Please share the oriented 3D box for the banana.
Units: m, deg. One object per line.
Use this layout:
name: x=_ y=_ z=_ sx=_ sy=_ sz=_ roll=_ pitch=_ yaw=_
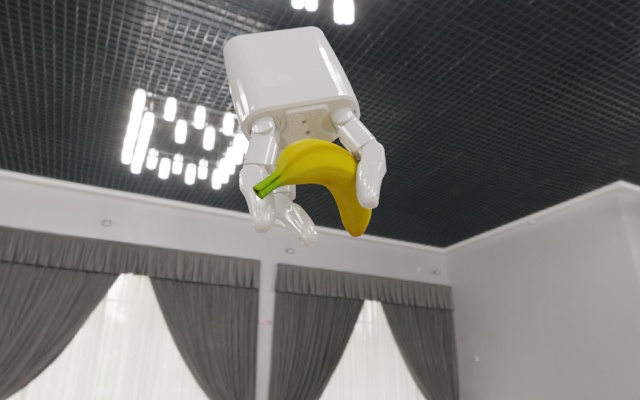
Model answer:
banana: x=0.011 y=-0.013 z=0.446 sx=0.037 sy=0.069 sz=0.198 roll=49 pitch=11 yaw=31
